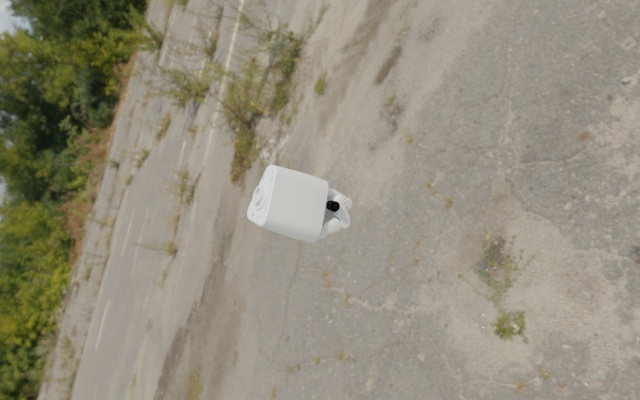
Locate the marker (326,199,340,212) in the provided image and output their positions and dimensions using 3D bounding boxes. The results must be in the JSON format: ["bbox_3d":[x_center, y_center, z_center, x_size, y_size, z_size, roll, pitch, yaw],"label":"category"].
[{"bbox_3d":[0.000,0.003,0.861,0.020,0.020,0.121,0,8,-27],"label":"marker"}]
